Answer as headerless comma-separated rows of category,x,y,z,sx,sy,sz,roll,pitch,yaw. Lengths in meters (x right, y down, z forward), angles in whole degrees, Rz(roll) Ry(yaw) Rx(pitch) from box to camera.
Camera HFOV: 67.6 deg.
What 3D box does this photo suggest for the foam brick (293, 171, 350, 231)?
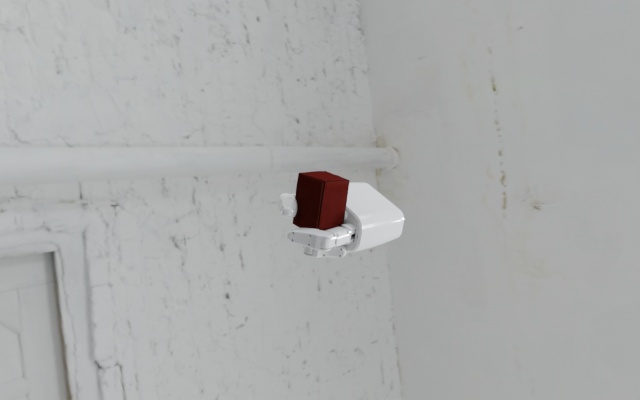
foam brick,0.000,0.002,0.660,0.051,0.078,0.053,-8,23,-43
